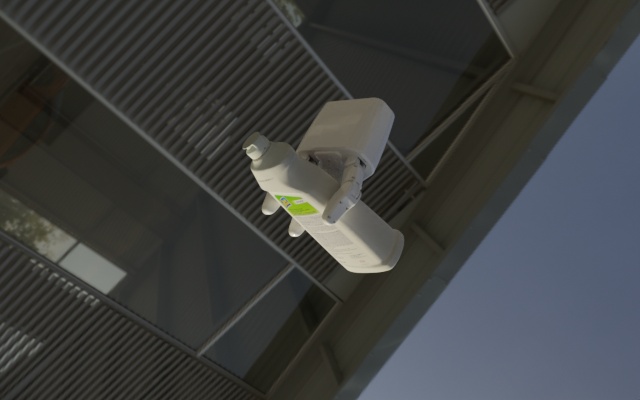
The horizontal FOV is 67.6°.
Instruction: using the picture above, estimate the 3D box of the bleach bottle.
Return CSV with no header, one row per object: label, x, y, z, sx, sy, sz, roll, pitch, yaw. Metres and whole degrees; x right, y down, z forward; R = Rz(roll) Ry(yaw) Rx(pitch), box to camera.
bleach bottle,0.000,0.002,0.635,0.102,0.068,0.251,-12,-47,46
